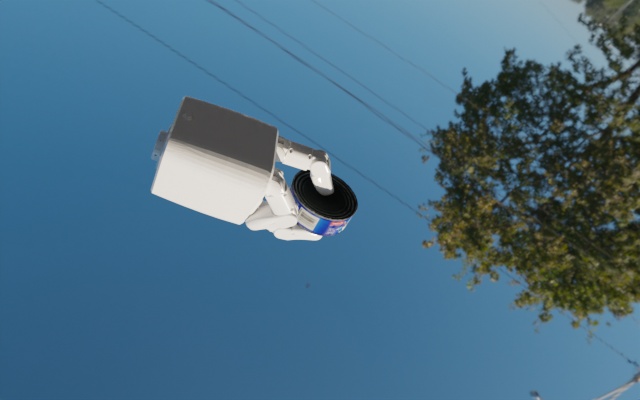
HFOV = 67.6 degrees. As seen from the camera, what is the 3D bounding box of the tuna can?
[{"bbox_3d":[0.000,0.002,0.584,0.086,0.086,0.034,0,-43,-33],"label":"tuna can"}]
